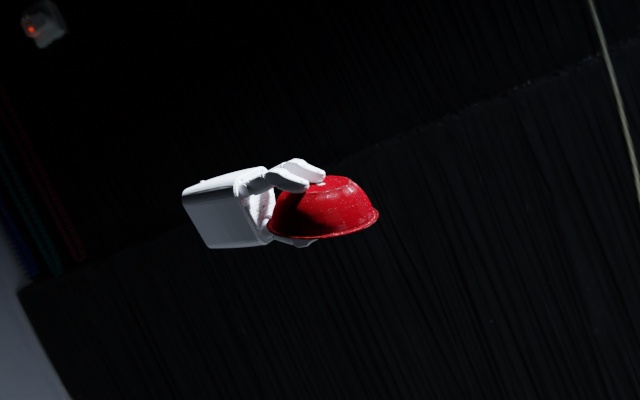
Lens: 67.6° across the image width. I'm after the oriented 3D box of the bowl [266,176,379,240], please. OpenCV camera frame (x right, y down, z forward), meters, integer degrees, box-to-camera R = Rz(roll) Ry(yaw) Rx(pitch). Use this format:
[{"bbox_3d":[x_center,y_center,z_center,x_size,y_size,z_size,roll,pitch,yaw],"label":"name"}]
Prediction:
[{"bbox_3d":[0.001,0.002,0.678,0.162,0.055,0.162,-5,16,1],"label":"bowl"}]
